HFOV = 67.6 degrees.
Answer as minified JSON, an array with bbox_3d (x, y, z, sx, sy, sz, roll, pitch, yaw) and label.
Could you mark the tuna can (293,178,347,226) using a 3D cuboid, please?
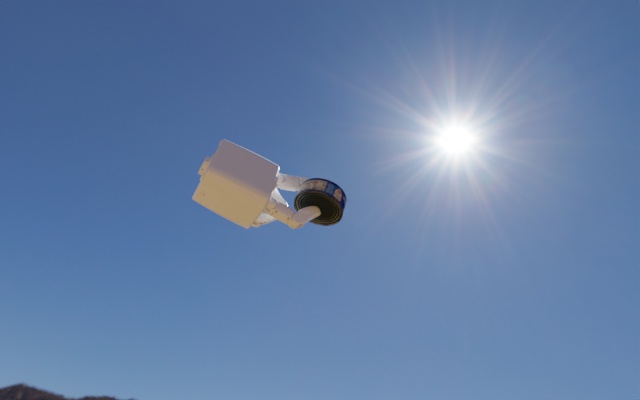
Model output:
[{"bbox_3d":[0.000,0.002,0.804,0.086,0.033,0.086,12,-40,10],"label":"tuna can"}]
